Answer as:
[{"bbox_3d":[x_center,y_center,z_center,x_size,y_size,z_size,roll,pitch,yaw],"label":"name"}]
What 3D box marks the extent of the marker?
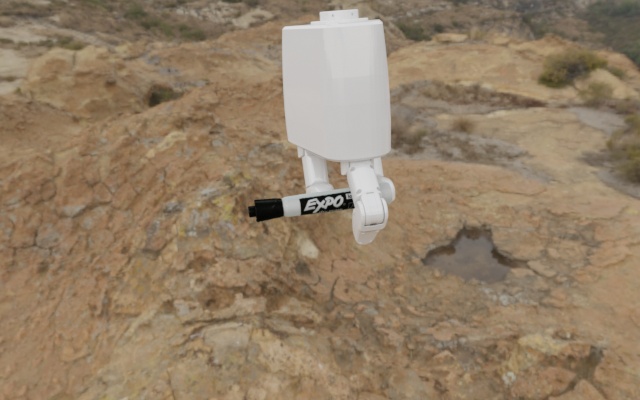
[{"bbox_3d":[0.000,0.001,0.401,0.121,0.020,0.020,-8,1,-9],"label":"marker"}]
